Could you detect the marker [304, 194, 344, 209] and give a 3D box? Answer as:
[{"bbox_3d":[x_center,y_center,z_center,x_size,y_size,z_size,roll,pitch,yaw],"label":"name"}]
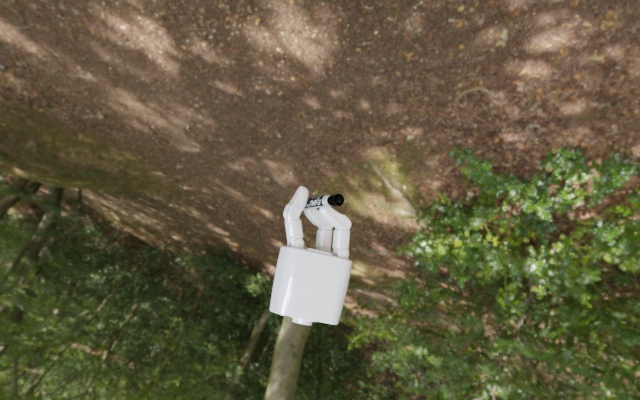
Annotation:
[{"bbox_3d":[0.000,0.002,0.753,0.020,0.020,0.121,0,-3,-30],"label":"marker"}]
